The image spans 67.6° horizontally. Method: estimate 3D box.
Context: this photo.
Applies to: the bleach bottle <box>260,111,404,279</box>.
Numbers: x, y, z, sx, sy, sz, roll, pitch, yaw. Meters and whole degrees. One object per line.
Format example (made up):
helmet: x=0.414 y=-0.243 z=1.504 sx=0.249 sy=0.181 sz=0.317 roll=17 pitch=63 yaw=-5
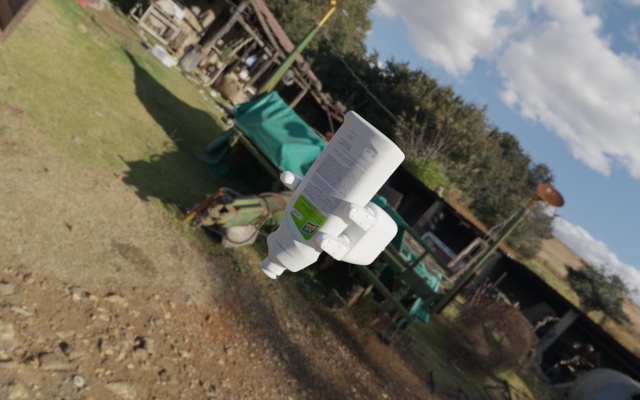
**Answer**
bleach bottle: x=0.000 y=0.002 z=0.674 sx=0.102 sy=0.251 sz=0.068 roll=44 pitch=7 yaw=28
